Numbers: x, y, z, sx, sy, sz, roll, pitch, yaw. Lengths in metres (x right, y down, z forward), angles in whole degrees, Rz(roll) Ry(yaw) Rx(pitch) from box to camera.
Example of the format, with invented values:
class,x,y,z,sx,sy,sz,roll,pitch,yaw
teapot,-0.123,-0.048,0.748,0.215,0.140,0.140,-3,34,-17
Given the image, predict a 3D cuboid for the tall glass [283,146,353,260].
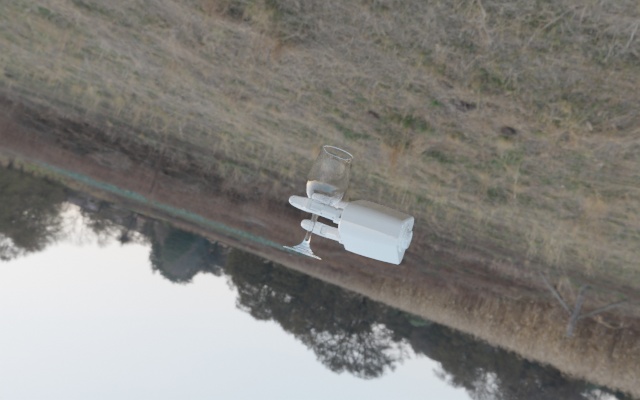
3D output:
class,x,y,z,sx,sy,sz,roll,pitch,yaw
tall glass,0.000,0.003,0.883,0.079,0.201,0.079,19,-7,2
